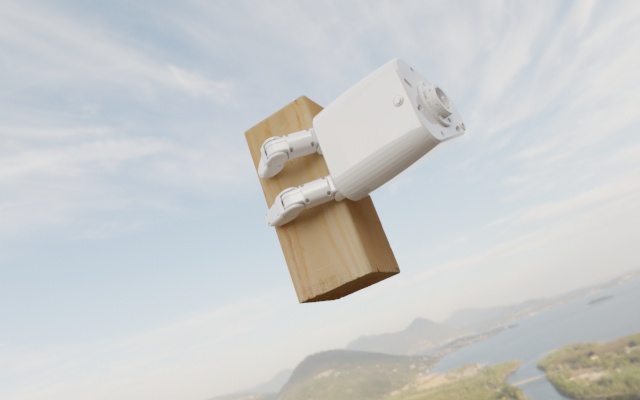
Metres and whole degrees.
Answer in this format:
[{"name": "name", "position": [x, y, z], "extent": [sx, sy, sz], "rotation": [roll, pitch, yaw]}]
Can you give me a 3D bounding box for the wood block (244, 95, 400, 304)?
[{"name": "wood block", "position": [0.001, 0.002, 0.539], "extent": [0.090, 0.206, 0.091], "rotation": [-28, -20, 23]}]
